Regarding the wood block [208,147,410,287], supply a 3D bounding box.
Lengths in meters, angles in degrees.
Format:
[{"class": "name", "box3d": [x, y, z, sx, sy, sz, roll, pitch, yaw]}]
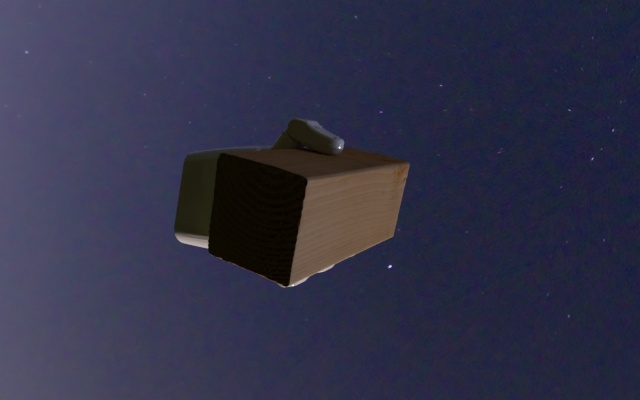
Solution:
[{"class": "wood block", "box3d": [0.000, 0.001, 0.463, 0.090, 0.091, 0.206, 17, 16, 28]}]
